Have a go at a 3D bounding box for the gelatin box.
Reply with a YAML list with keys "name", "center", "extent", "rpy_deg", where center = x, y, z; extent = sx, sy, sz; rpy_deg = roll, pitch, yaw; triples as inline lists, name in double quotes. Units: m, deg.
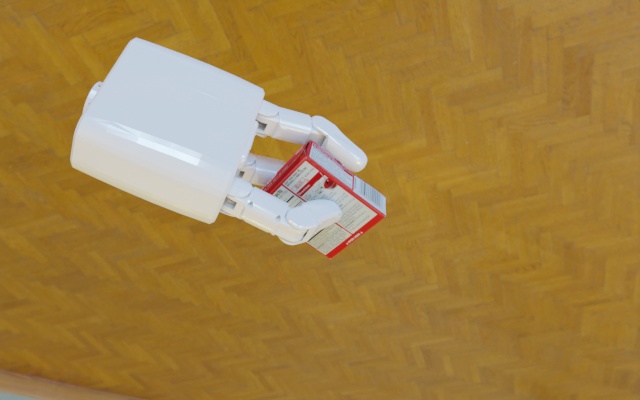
- name: "gelatin box"
  center: [0.000, 0.002, 0.408]
  extent: [0.089, 0.030, 0.073]
  rpy_deg: [36, -55, -18]
